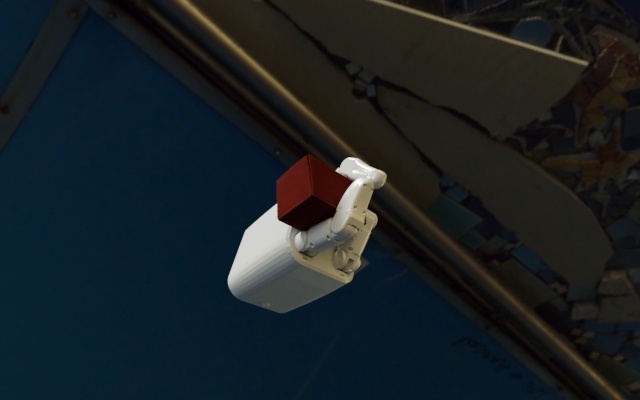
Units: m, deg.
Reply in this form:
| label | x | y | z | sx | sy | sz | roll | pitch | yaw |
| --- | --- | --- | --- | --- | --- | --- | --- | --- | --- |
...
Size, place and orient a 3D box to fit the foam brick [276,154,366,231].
| label | x | y | z | sx | sy | sz | roll | pitch | yaw |
| --- | --- | --- | --- | --- | --- | --- | --- | --- | --- |
| foam brick | 0.000 | 0.001 | 0.479 | 0.078 | 0.053 | 0.051 | 29 | -49 | -36 |
